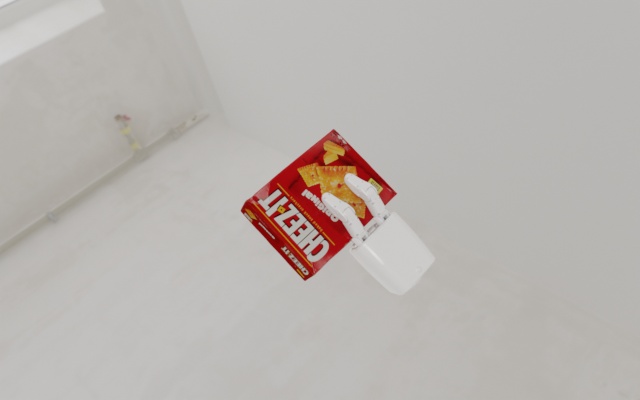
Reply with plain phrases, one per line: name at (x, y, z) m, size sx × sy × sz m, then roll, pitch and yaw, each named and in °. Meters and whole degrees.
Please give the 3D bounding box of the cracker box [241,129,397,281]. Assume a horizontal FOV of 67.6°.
cracker box at (0.000, 0.003, 0.815) m, size 0.213 × 0.164 × 0.072 m, roll -42°, pitch -3°, yaw -24°
